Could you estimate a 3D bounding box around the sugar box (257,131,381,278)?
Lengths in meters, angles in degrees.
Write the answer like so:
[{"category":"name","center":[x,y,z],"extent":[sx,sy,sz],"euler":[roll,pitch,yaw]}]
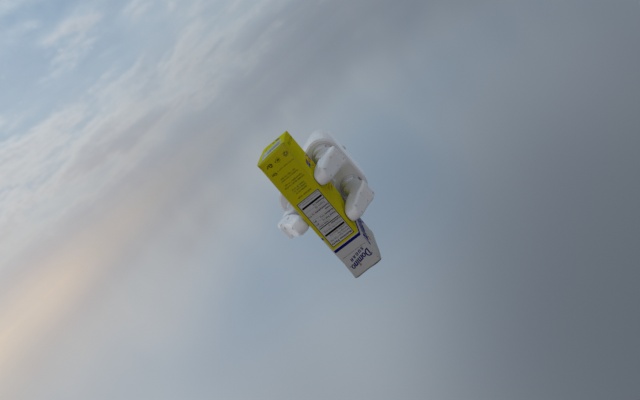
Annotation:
[{"category":"sugar box","center":[0.000,0.001,0.570],"extent":[0.048,0.176,0.093],"euler":[-41,14,11]}]
